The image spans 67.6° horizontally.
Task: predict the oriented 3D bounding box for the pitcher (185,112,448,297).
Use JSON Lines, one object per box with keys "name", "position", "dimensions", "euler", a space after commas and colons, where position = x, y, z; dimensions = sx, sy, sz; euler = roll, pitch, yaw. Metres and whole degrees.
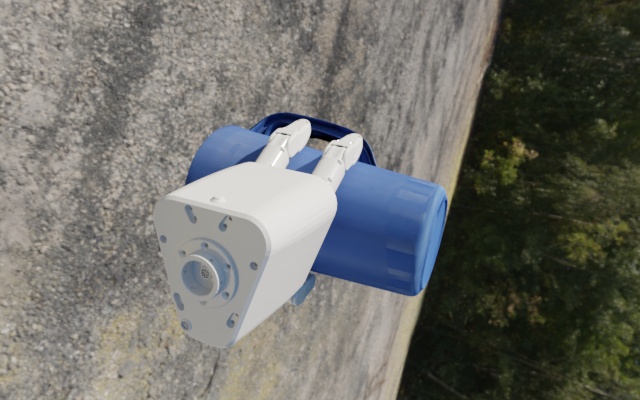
{"name": "pitcher", "position": [0.000, 0.002, 0.486], "dimensions": [0.243, 0.149, 0.145], "euler": [15, 19, 20]}
